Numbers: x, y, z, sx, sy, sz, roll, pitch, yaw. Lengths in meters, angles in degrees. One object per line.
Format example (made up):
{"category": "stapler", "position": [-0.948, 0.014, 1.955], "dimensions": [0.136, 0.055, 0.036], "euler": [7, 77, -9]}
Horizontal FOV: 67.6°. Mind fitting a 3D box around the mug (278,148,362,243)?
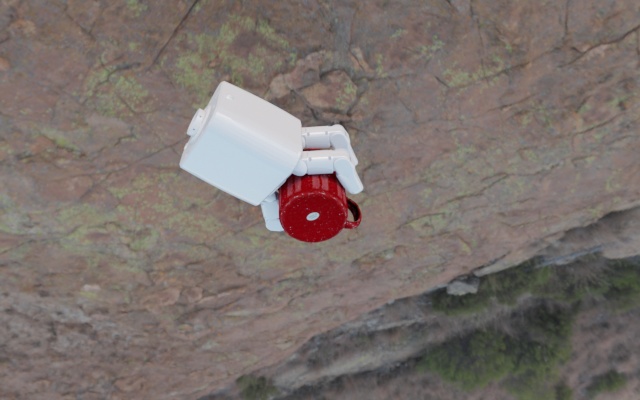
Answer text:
{"category": "mug", "position": [0.001, 0.003, 0.588], "dimensions": [0.117, 0.093, 0.081], "euler": [27, 32, -22]}
